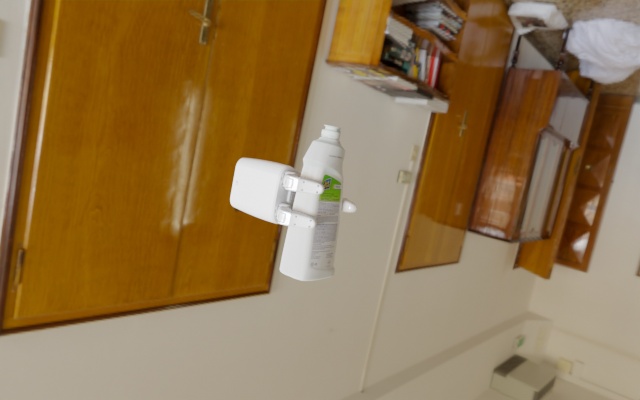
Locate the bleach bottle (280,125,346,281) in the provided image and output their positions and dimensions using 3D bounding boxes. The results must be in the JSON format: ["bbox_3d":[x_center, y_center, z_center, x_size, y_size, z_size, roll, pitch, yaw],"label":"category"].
[{"bbox_3d":[0.000,0.003,0.793,0.068,0.251,0.102,16,8,34],"label":"bleach bottle"}]
